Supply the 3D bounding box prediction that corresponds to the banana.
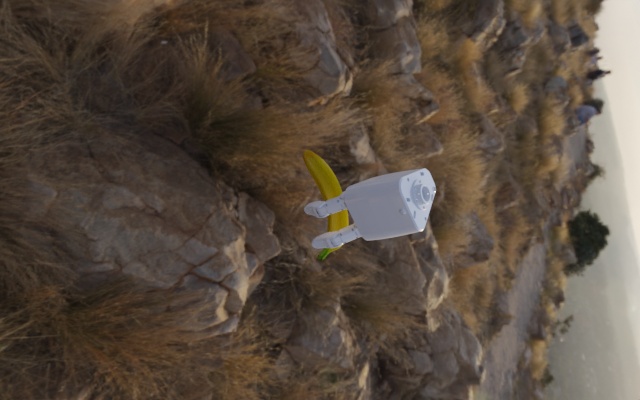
[{"bbox_3d":[0.015,0.004,0.861,0.069,0.198,0.037,-9,-1,-41],"label":"banana"}]
